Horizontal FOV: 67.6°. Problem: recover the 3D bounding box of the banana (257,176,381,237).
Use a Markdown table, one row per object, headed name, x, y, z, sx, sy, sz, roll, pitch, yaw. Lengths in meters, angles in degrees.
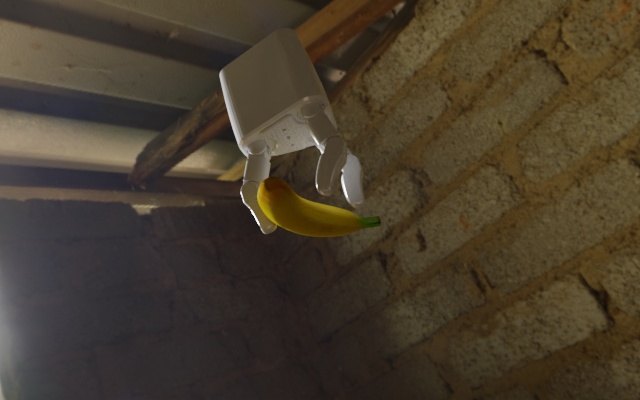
| name | x | y | z | sx | sy | sz | roll | pitch | yaw |
| --- | --- | --- | --- | --- | --- | --- | --- | --- | --- |
| banana | -0.012 | 0.010 | 0.505 | 0.070 | 0.037 | 0.198 | -29 | -25 | 28 |
